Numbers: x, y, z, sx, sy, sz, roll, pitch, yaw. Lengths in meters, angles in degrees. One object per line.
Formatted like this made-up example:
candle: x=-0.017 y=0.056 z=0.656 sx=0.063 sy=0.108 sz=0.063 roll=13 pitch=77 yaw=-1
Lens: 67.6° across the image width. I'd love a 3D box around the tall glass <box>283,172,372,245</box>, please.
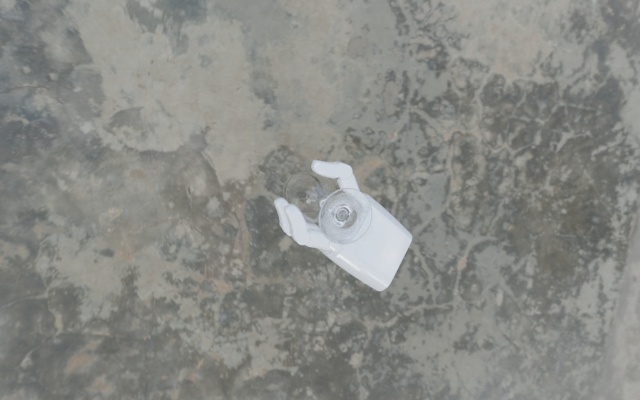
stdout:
tall glass: x=0.000 y=0.002 z=0.701 sx=0.079 sy=0.079 sz=0.201 roll=0 pitch=11 yaw=-20
